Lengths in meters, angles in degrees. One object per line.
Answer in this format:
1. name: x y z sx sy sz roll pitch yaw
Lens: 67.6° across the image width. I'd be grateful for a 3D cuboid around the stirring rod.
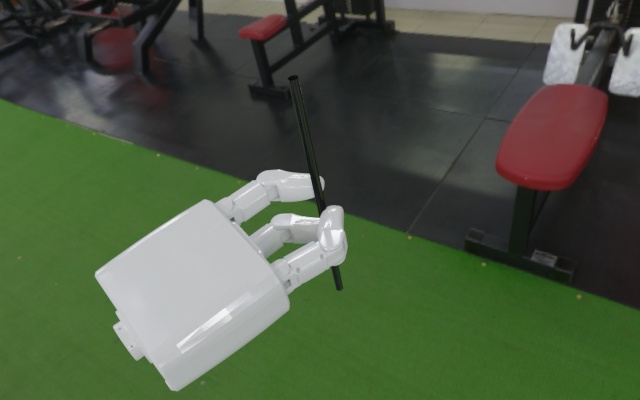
1. stirring rod: 0.000 0.002 0.422 0.011 0.240 0.011 -7 40 6
